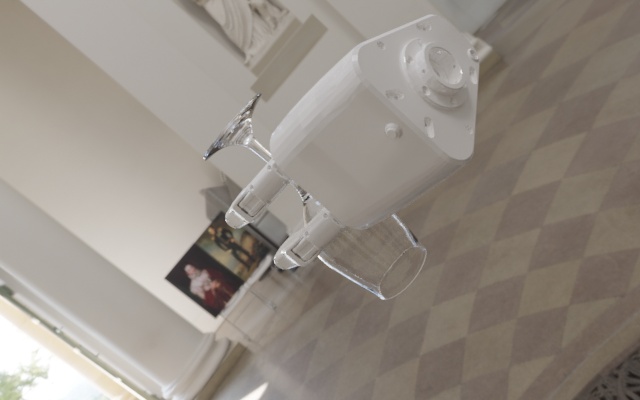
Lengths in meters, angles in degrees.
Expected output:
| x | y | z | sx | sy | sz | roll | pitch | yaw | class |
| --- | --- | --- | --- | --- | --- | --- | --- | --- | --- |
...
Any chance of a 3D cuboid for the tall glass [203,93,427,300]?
| x | y | z | sx | sy | sz | roll | pitch | yaw | class |
| --- | --- | --- | --- | --- | --- | --- | --- | --- | --- |
| 0.000 | 0.001 | 0.418 | 0.201 | 0.079 | 0.079 | 41 | -8 | -9 | tall glass |
